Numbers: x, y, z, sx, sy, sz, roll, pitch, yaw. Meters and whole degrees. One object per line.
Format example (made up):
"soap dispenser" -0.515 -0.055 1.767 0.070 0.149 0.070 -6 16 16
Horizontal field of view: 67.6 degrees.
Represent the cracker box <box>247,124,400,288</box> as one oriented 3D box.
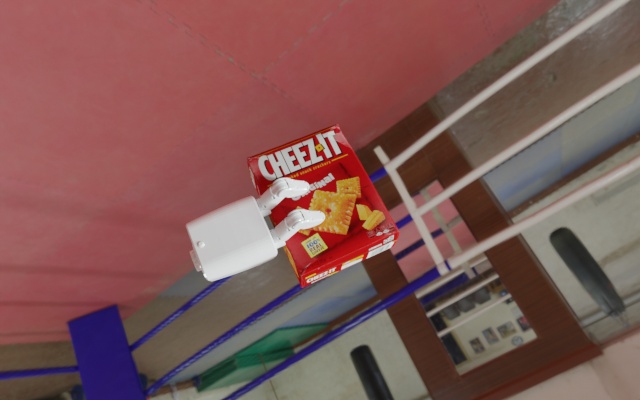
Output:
"cracker box" 0.000 0.003 0.746 0.164 0.213 0.072 -22 -23 -12
